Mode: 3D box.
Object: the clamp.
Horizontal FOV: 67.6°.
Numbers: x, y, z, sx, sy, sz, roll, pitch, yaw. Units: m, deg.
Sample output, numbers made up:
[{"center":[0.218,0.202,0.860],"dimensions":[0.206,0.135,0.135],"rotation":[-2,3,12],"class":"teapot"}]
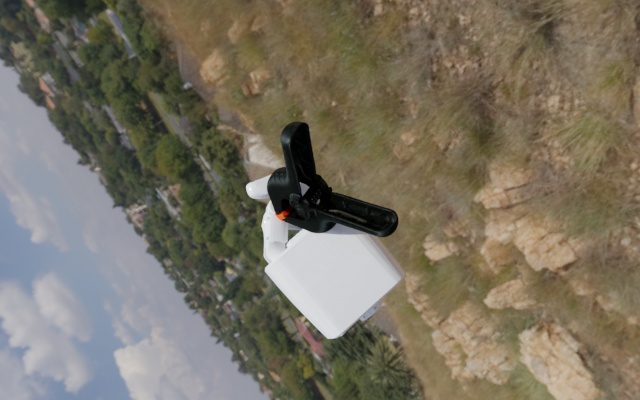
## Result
[{"center":[0.000,0.002,0.441],"dimensions":[0.039,0.120,0.171],"rotation":[-43,-1,-19],"class":"clamp"}]
